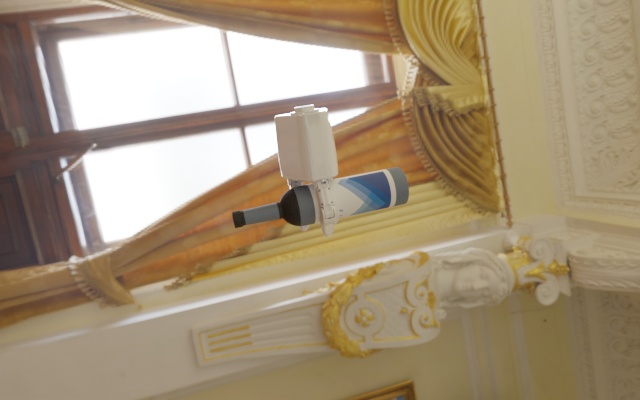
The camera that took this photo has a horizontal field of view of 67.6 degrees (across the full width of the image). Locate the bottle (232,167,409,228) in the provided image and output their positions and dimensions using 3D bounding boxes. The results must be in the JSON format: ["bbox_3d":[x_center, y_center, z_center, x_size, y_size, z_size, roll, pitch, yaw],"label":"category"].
[{"bbox_3d":[0.000,0.003,0.802,0.295,0.069,0.069,-12,3,-13],"label":"bottle"}]
